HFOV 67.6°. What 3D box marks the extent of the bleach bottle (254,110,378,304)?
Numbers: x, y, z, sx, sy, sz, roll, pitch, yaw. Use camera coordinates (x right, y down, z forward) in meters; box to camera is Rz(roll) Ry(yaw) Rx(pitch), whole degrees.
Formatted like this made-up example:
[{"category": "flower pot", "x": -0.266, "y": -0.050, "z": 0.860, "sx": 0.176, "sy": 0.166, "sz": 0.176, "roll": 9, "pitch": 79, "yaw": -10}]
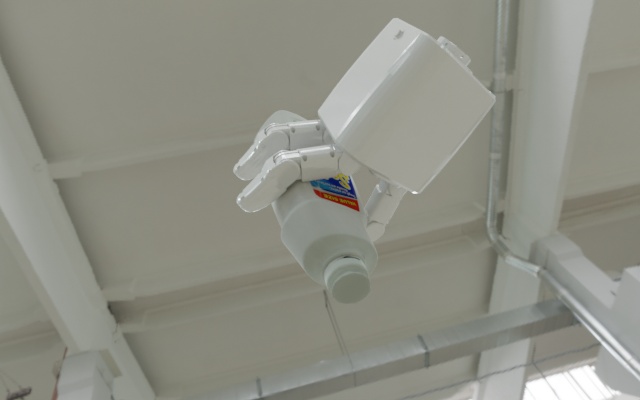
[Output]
[{"category": "bleach bottle", "x": 0.000, "y": 0.001, "z": 0.436, "sx": 0.102, "sy": 0.068, "sz": 0.250, "roll": 29, "pitch": 19, "yaw": -28}]
